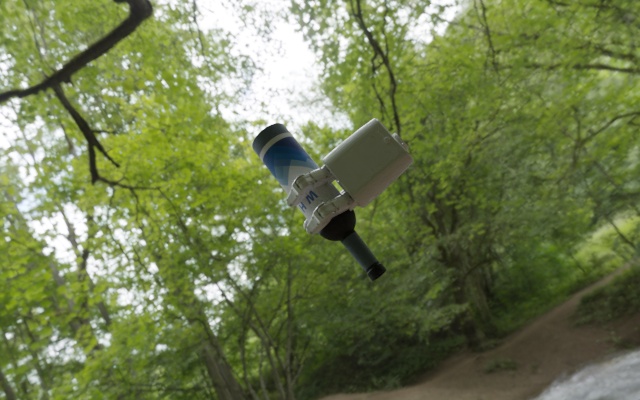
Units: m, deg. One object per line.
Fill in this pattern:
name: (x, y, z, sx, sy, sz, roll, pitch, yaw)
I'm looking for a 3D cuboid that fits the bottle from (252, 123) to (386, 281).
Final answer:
bottle: (0.000, 0.002, 0.752, 0.069, 0.295, 0.069, -34, -19, -14)
